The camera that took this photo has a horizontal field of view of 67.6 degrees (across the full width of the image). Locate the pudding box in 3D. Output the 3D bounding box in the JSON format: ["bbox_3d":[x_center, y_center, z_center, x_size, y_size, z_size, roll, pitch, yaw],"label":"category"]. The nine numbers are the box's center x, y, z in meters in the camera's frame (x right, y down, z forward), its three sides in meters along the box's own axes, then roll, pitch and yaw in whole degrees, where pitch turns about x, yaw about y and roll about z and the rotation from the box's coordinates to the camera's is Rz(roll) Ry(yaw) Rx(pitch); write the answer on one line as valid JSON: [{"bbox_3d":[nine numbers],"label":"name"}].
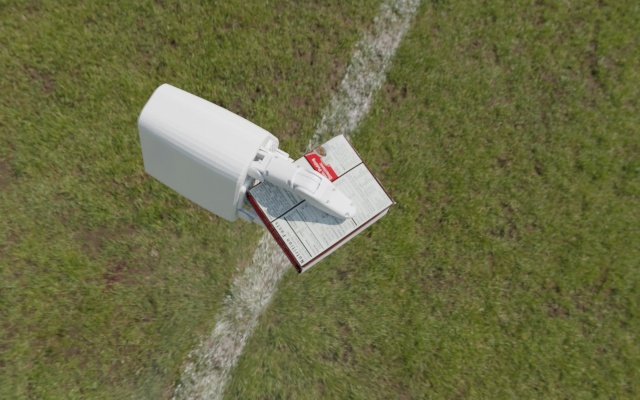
[{"bbox_3d":[0.000,0.001,0.454,0.113,0.090,0.039,-33,-8,-12],"label":"pudding box"}]
